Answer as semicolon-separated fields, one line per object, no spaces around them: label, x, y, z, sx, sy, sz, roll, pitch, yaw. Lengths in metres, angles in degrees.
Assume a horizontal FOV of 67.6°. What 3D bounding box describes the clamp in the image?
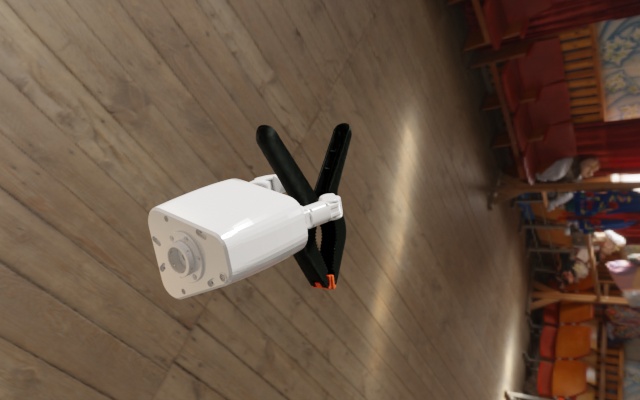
clamp;0.001;0.002;0.585;0.036;0.210;0.164;-1;14;39
